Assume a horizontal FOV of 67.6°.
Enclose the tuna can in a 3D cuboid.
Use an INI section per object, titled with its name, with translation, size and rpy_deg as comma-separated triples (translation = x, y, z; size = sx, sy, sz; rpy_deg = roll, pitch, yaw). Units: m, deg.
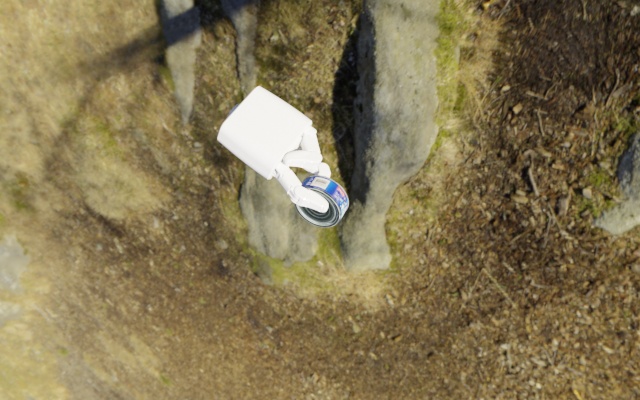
[tuna can]
translation = 0.000, 0.003, 0.772
size = 0.086, 0.086, 0.033
rpy_deg = 0, 39, 32
